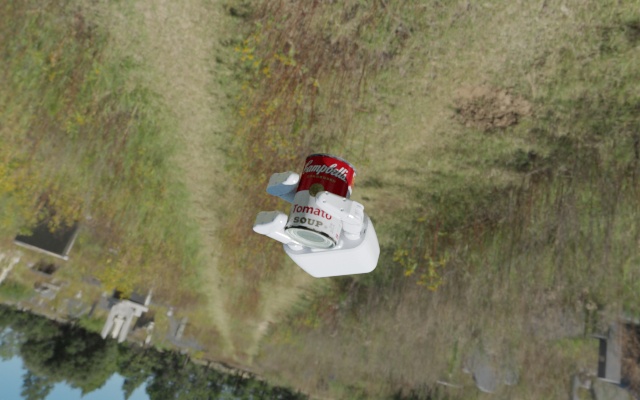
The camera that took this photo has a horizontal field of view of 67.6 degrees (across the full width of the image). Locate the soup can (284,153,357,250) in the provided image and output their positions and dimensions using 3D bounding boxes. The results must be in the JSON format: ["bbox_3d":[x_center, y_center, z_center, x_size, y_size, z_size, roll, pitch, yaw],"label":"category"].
[{"bbox_3d":[0.000,0.002,0.593,0.068,0.102,0.068,14,-22,6],"label":"soup can"}]
